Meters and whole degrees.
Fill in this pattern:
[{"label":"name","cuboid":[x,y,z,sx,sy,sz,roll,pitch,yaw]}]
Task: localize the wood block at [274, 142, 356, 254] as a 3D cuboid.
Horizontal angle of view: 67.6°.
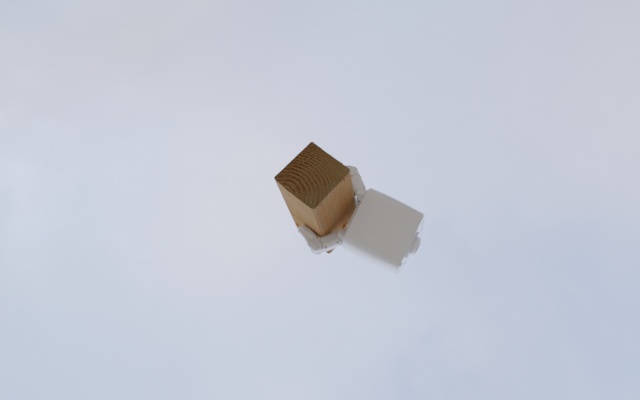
[{"label":"wood block","cuboid":[0.000,0.003,0.836,0.090,0.091,0.206,38,-15,23]}]
